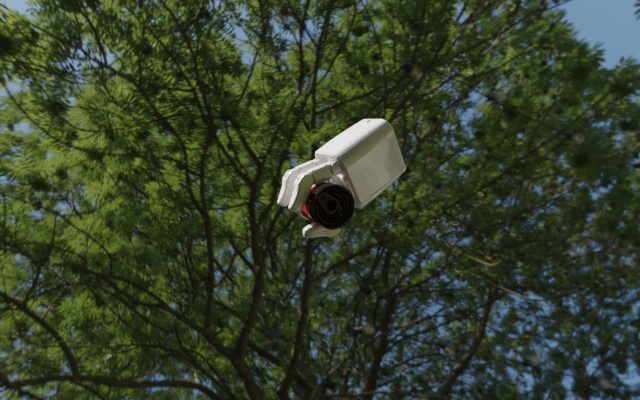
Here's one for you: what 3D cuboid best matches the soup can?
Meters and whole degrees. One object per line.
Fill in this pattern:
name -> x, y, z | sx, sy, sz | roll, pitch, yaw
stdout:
soup can -> 0.000, 0.003, 0.747 | 0.068, 0.068, 0.102 | 0, 9, -24
